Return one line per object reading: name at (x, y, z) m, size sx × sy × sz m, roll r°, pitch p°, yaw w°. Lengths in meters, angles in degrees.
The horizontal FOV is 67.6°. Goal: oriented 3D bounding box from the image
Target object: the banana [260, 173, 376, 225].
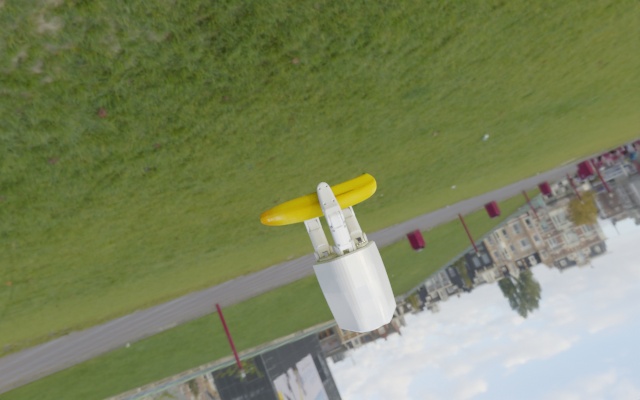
banana at (0.012, -0.001, 0.686) m, size 0.198 × 0.037 × 0.069 m, roll -20°, pitch 4°, yaw -28°
